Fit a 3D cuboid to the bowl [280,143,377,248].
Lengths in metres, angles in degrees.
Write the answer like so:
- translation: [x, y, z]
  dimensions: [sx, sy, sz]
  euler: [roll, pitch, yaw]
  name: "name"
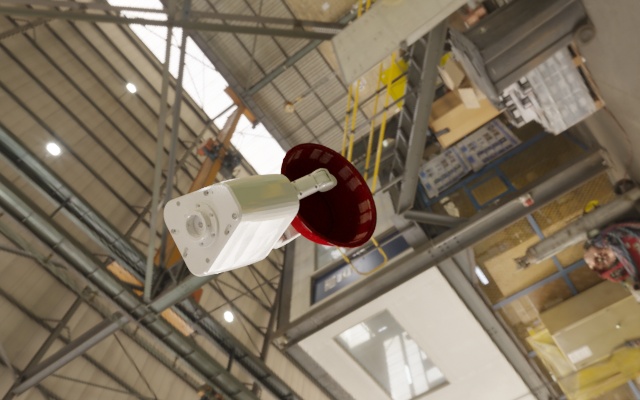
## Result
- translation: [0.001, 0.002, 0.658]
  dimensions: [0.162, 0.162, 0.055]
  euler: [0, -29, -42]
  name: "bowl"
